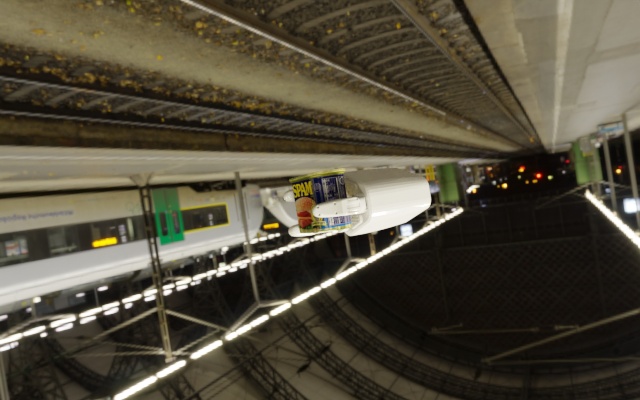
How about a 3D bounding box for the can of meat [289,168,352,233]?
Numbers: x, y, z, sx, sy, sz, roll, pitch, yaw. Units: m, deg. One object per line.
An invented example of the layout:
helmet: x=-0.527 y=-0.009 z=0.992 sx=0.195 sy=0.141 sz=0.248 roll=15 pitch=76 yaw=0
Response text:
can of meat: x=0.000 y=0.003 z=0.693 sx=0.057 sy=0.084 sz=0.102 roll=-10 pitch=1 yaw=-26
